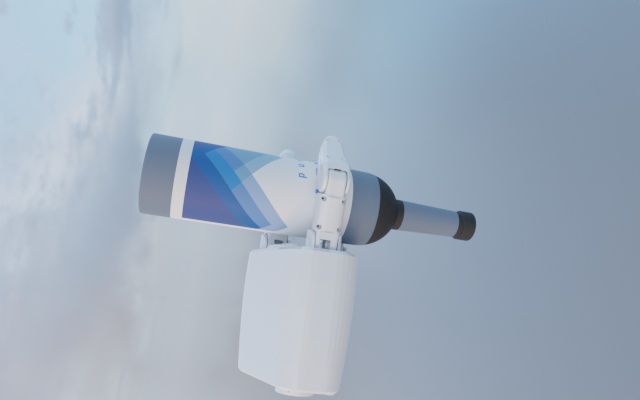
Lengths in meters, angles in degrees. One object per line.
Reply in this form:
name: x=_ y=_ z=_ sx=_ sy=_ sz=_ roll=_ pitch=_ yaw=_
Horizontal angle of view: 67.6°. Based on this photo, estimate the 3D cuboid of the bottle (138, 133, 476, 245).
bottle: x=0.000 y=0.001 z=0.422 sx=0.296 sy=0.069 sz=0.069 roll=10 pitch=-2 yaw=-13
